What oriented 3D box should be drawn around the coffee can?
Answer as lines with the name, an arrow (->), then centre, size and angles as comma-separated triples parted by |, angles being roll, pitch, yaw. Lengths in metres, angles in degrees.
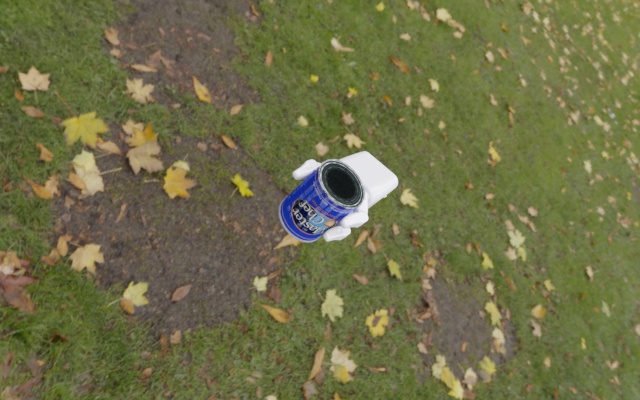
coffee can -> 0.000, 0.003, 0.891 | 0.103, 0.102, 0.140 | 0, -29, -39
